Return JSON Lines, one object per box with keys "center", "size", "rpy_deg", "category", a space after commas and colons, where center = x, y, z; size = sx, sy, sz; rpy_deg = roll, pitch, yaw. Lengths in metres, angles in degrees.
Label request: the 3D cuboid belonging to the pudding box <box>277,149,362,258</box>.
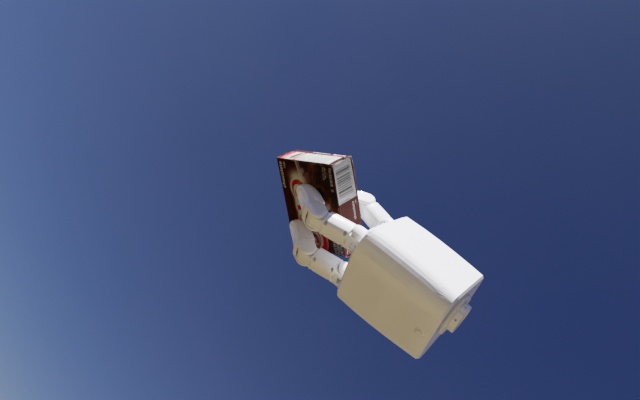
{"center": [0.000, 0.002, 0.549], "size": [0.090, 0.113, 0.039], "rpy_deg": [11, 27, 43], "category": "pudding box"}
